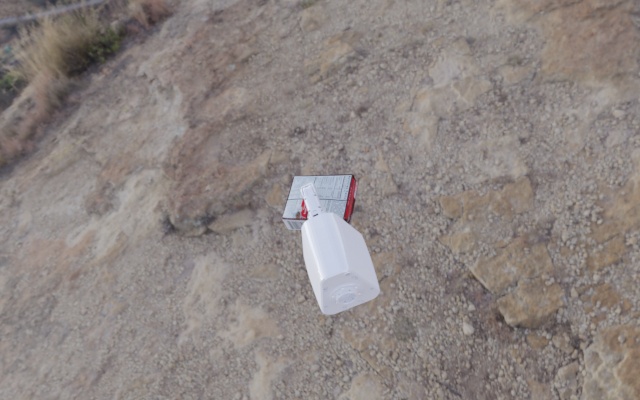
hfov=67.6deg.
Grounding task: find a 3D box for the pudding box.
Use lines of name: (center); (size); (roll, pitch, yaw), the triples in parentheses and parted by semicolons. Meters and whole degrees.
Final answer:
pudding box: (0.000, 0.003, 0.790); (0.113, 0.090, 0.039); (1, -33, 21)
